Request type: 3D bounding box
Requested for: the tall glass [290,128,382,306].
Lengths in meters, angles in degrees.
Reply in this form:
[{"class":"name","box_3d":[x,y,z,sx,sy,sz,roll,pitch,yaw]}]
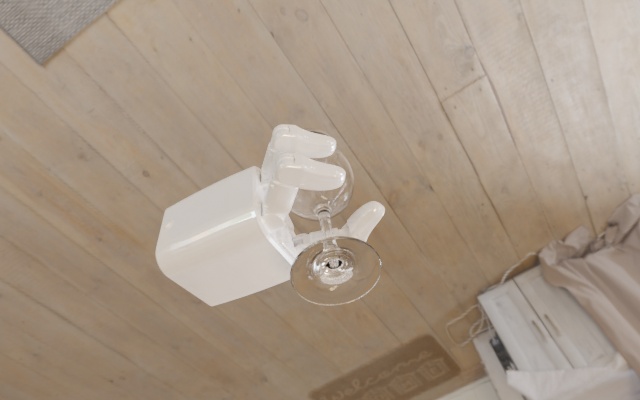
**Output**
[{"class":"tall glass","box_3d":[0.000,0.002,0.461,0.079,0.079,0.201,0,35,-8]}]
